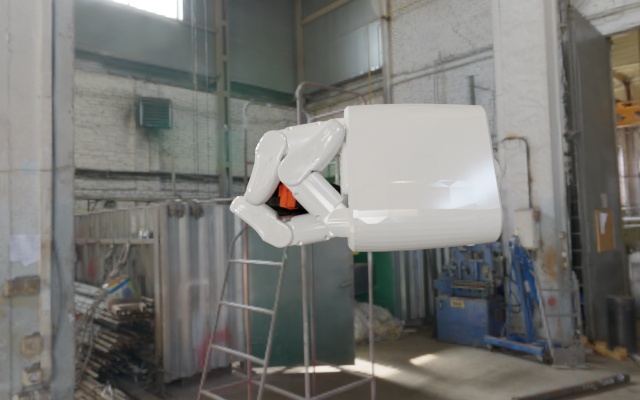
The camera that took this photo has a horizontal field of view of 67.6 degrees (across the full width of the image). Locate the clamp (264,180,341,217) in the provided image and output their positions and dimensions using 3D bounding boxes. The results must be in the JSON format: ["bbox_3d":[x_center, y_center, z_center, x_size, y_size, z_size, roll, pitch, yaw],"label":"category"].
[{"bbox_3d":[0.000,0.001,0.457,0.120,0.039,0.171,-2,-3,2],"label":"clamp"}]
